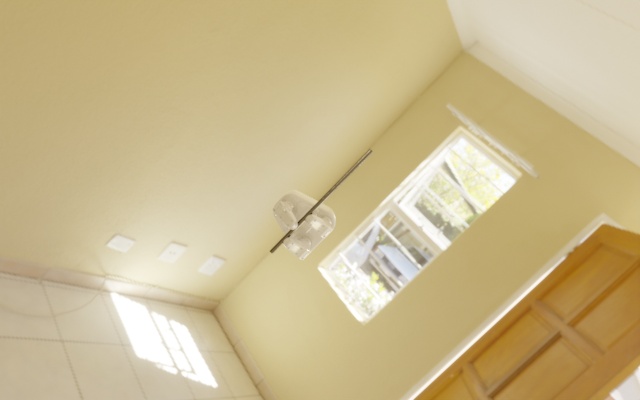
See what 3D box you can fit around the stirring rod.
[{"bbox_3d":[0.000,0.003,0.797,0.011,0.239,0.011,44,6,-6],"label":"stirring rod"}]
